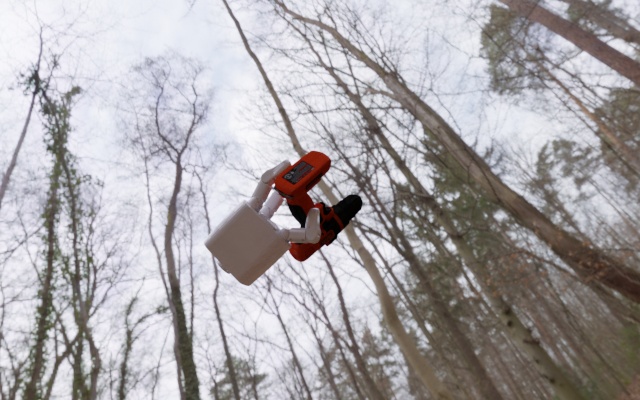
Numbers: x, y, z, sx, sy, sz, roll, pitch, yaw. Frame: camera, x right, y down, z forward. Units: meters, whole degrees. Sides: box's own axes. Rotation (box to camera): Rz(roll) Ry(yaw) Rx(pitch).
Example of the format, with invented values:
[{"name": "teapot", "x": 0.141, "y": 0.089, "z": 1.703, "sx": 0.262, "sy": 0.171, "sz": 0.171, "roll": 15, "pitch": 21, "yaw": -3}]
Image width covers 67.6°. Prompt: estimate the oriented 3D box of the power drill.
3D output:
[{"name": "power drill", "x": 0.000, "y": 0.003, "z": 0.880, "sx": 0.057, "sy": 0.188, "sz": 0.184, "roll": 28, "pitch": 59, "yaw": 39}]
